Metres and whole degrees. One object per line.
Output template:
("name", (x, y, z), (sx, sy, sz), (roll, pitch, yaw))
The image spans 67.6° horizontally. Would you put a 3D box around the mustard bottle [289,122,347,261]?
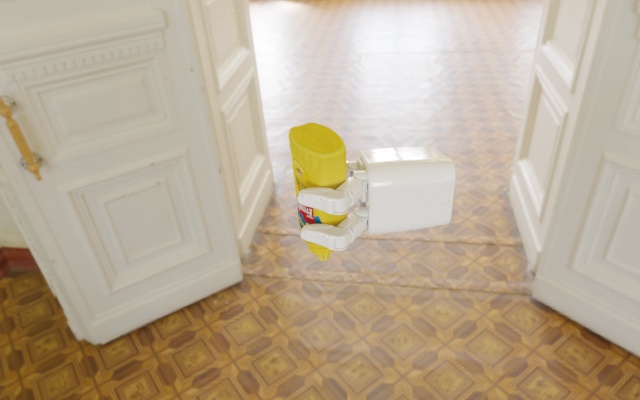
("mustard bottle", (0.000, 0.002, 0.623), (0.058, 0.192, 0.096), (-20, 38, -21))
